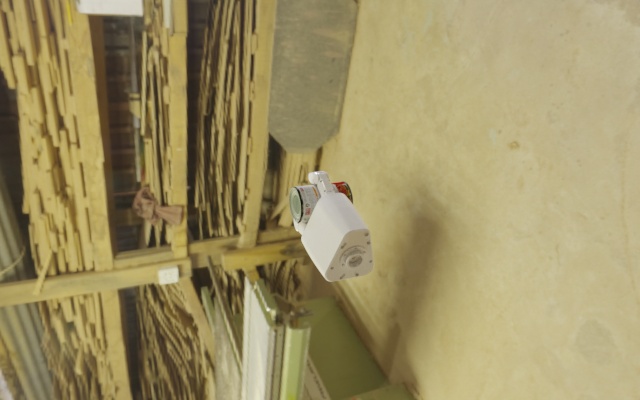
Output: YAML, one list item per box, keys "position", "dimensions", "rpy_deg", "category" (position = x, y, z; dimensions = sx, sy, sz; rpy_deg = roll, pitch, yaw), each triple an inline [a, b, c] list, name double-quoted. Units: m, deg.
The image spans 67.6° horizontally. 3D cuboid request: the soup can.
- position: [0.000, 0.003, 0.884]
  dimensions: [0.102, 0.068, 0.068]
  rpy_deg: [-7, 2, -22]
  category: "soup can"
